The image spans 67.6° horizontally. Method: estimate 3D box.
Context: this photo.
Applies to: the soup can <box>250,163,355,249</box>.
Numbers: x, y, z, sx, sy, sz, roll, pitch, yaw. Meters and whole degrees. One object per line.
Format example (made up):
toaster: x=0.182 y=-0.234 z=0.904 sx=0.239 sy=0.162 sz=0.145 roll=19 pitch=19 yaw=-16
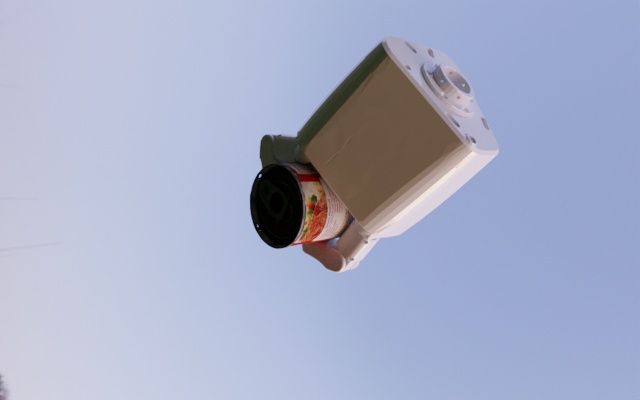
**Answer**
soup can: x=0.000 y=0.002 z=0.412 sx=0.102 sy=0.068 sz=0.068 roll=-5 pitch=4 yaw=-44
